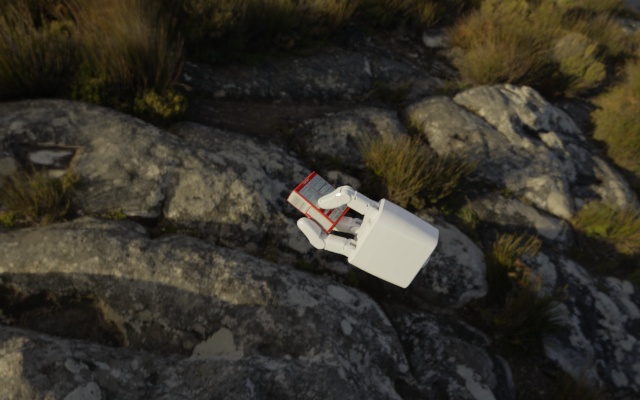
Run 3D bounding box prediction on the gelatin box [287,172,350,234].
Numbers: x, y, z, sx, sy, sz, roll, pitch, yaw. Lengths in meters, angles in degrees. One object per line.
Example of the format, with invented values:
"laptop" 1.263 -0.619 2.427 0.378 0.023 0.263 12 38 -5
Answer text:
"gelatin box" 0.000 0.002 0.795 0.030 0.089 0.073 -52 -3 41
